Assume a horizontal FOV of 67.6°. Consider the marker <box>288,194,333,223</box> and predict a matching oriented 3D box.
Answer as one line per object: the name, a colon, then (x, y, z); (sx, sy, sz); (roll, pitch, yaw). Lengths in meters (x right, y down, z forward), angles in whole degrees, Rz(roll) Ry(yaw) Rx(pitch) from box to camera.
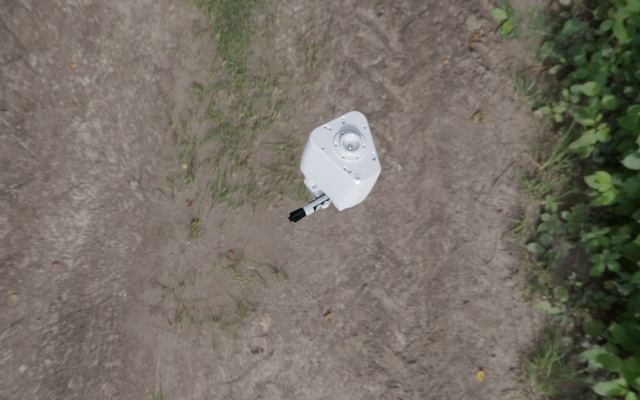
marker: (0.000, 0.003, 0.788); (0.121, 0.020, 0.020); (-29, 8, -16)
